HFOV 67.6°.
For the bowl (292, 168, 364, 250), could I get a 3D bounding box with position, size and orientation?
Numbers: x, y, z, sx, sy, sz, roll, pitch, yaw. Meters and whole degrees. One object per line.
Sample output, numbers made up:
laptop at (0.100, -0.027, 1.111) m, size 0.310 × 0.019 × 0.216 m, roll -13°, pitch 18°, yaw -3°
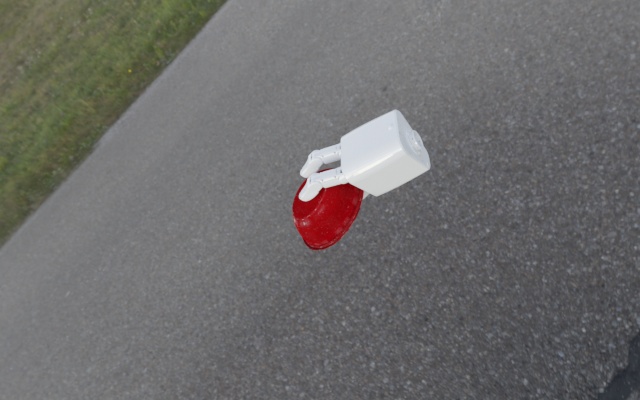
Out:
bowl at (-0.001, 0.003, 0.832) m, size 0.055 × 0.162 × 0.162 m, roll 29°, pitch -16°, yaw -30°
